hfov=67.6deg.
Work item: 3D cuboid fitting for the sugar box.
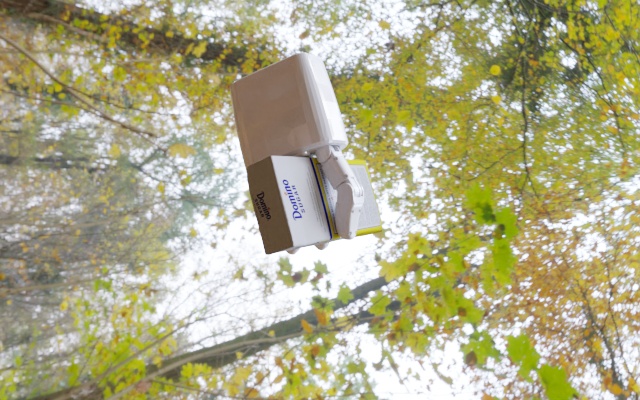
[{"bbox_3d":[0.000,0.002,0.529,0.048,0.093,0.176,-21,-10,37],"label":"sugar box"}]
